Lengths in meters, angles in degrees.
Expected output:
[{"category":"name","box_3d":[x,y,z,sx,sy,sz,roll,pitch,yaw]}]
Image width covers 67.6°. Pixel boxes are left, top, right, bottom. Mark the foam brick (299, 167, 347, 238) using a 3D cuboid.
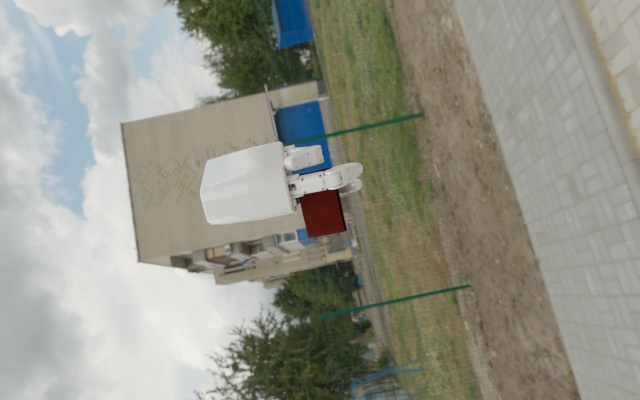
[{"category":"foam brick","box_3d":[0.000,0.002,0.627,0.051,0.078,0.053,-13,14,0]}]
